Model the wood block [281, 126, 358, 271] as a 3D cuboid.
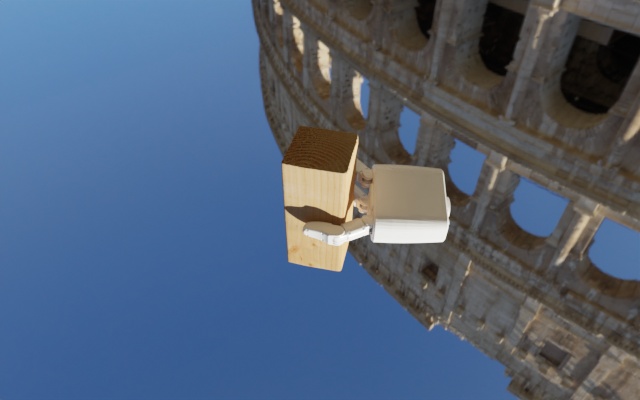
[{"bbox_3d":[0.000,0.003,0.717,0.090,0.206,0.090,10,45,10],"label":"wood block"}]
